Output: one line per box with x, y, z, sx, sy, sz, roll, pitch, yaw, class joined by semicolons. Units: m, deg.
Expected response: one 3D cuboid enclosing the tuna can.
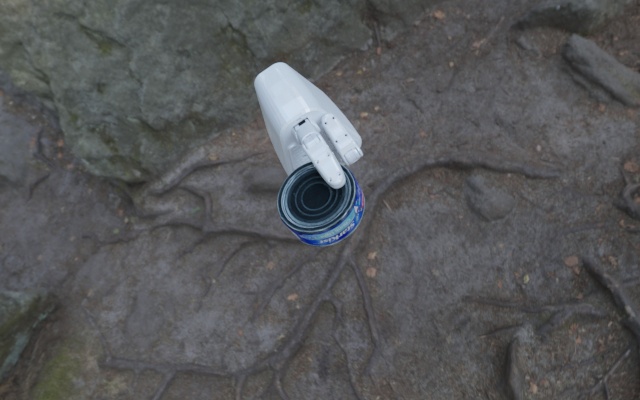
0.000;0.001;0.485;0.086;0.086;0.034;0;-28;21;tuna can
